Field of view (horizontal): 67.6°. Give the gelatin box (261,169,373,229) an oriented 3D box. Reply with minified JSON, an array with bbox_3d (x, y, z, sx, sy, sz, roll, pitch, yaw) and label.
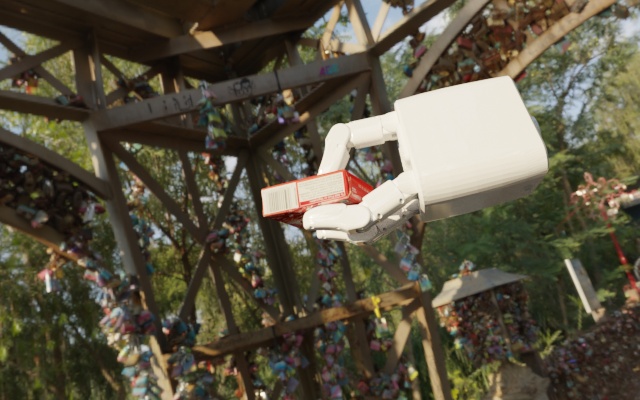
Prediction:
[{"bbox_3d":[0.000,0.001,0.456,0.089,0.030,0.073,-12,-17,22],"label":"gelatin box"}]
